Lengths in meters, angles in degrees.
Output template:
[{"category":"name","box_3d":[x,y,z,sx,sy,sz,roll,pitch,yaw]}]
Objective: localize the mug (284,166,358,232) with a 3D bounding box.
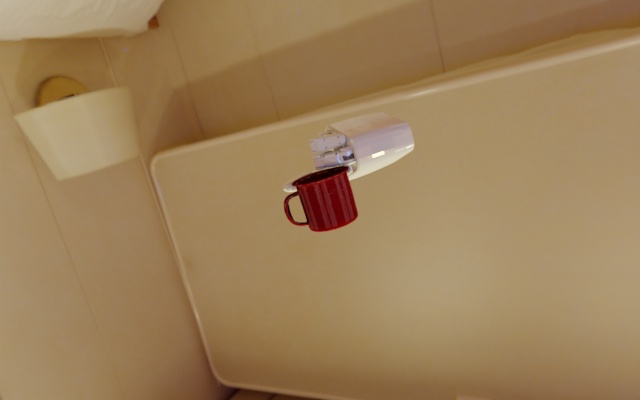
[{"category":"mug","box_3d":[-0.001,0.003,0.745,0.117,0.081,0.093,-20,12,-17]}]
